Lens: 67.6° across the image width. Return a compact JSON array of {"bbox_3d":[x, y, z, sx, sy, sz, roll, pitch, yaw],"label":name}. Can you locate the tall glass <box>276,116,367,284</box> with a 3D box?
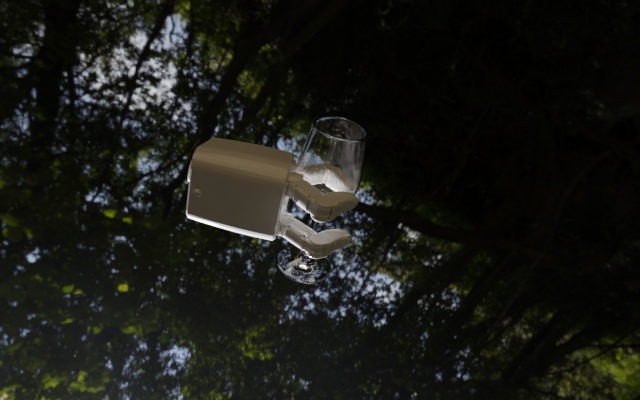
[{"bbox_3d":[0.000,0.002,0.578,0.079,0.201,0.079,11,32,-7],"label":"tall glass"}]
